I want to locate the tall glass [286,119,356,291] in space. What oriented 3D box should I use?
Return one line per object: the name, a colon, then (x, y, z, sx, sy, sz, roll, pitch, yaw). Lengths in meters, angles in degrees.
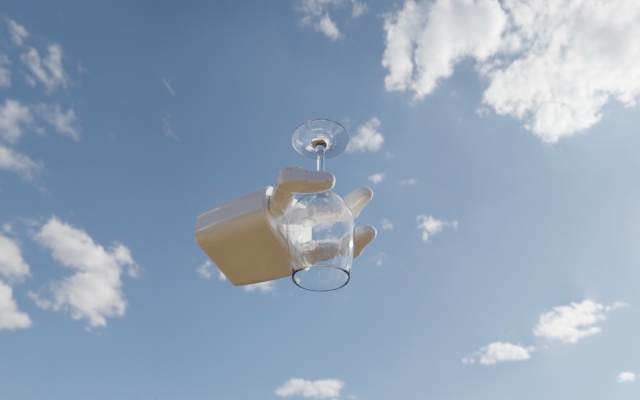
tall glass: (0.000, 0.001, 0.559, 0.079, 0.200, 0.079, 0, -36, 0)
